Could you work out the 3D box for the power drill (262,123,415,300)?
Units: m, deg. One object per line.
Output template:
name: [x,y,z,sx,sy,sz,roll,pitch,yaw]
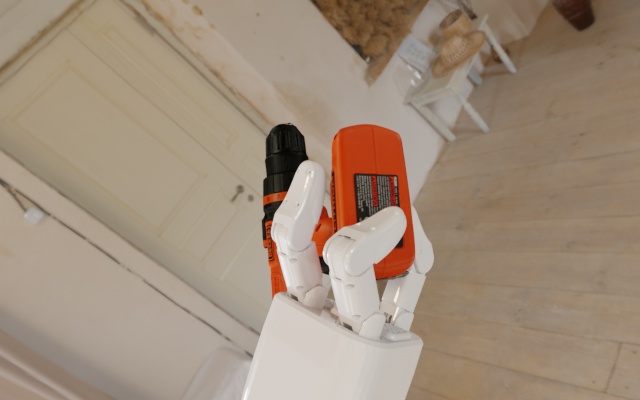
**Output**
power drill: [0.000,0.001,0.401,0.057,0.184,0.188,-2,-10,-24]
